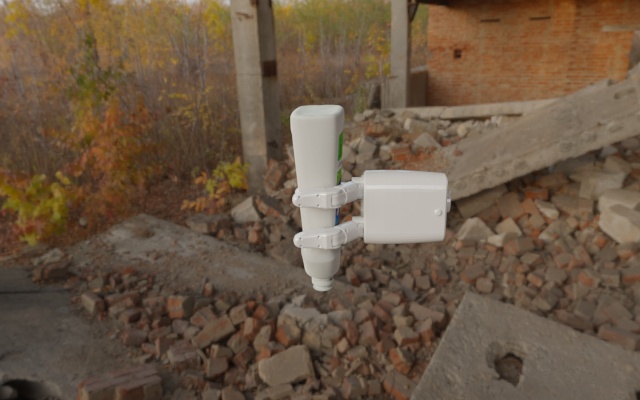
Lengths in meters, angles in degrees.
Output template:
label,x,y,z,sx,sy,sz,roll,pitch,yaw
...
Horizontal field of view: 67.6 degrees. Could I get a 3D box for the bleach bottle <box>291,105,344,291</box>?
label,x,y,z,sx,sy,sz,roll,pitch,yaw
bleach bottle,0.000,0.002,0.654,0.068,0.251,0.102,0,19,6
